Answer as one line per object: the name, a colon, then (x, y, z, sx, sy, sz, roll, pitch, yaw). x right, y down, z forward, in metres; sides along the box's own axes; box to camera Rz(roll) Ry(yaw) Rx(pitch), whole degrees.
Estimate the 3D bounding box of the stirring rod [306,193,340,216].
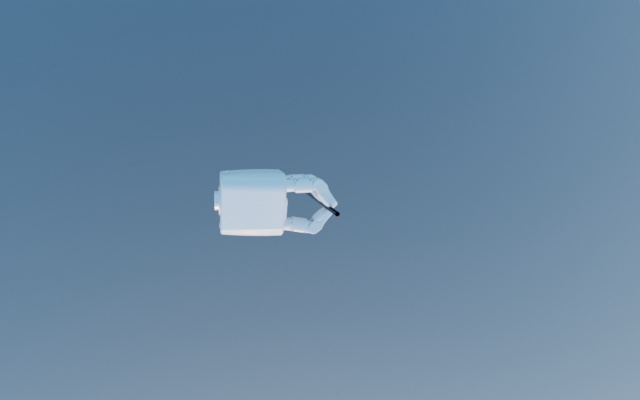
stirring rod: (0.000, 0.003, 0.881, 0.011, 0.011, 0.239, 0, 9, -13)
